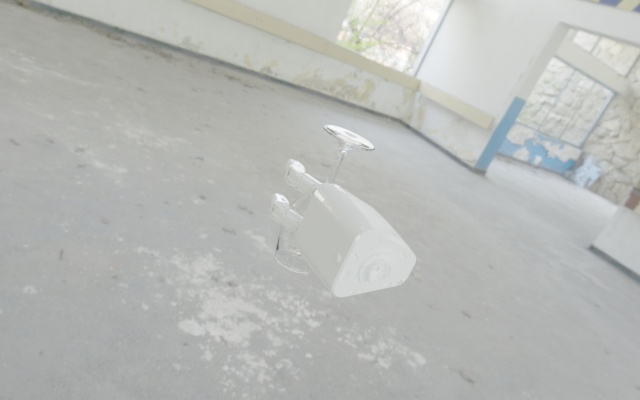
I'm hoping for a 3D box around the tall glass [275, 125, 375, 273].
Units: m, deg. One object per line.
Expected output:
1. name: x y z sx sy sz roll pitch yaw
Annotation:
1. tall glass: 0.000 0.002 0.661 0.079 0.201 0.079 21 20 -8
